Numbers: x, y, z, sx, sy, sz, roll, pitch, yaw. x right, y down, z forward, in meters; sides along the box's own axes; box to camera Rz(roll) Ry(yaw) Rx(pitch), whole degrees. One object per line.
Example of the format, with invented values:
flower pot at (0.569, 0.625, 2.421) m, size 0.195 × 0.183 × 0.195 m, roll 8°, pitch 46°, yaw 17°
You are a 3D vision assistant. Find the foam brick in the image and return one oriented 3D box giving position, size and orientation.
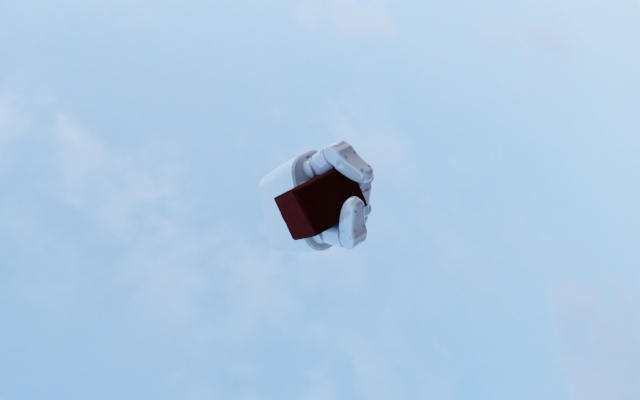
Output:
foam brick at (0.000, 0.002, 0.512) m, size 0.078 × 0.053 × 0.051 m, roll -28°, pitch 6°, yaw -32°
